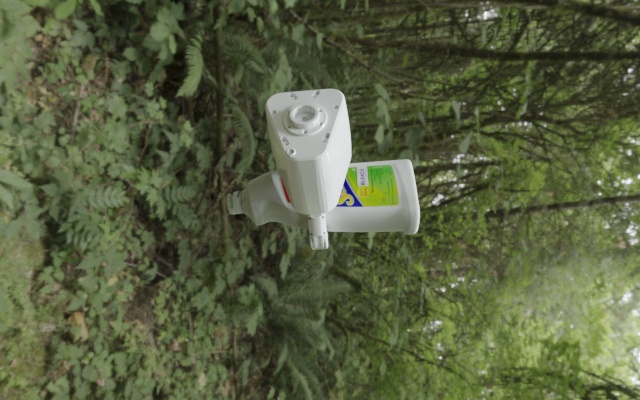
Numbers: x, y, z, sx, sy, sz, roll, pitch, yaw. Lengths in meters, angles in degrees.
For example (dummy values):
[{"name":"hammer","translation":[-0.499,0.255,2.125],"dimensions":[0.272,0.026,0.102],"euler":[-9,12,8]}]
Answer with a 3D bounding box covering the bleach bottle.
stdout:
[{"name":"bleach bottle","translation":[0.000,0.002,0.646],"dimensions":[0.251,0.102,0.068],"euler":[-4,-33,3]}]
